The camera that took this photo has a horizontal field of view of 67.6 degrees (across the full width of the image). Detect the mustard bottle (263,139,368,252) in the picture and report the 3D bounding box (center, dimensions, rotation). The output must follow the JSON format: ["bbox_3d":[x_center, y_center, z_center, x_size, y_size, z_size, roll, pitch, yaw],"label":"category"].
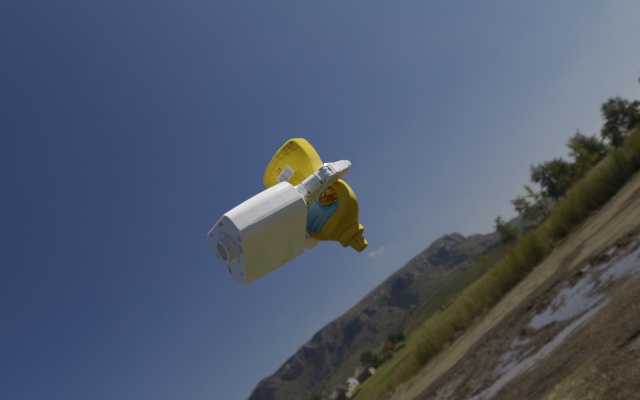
[{"bbox_3d":[0.000,0.002,0.714,0.191,0.096,0.058,48,29,18],"label":"mustard bottle"}]
